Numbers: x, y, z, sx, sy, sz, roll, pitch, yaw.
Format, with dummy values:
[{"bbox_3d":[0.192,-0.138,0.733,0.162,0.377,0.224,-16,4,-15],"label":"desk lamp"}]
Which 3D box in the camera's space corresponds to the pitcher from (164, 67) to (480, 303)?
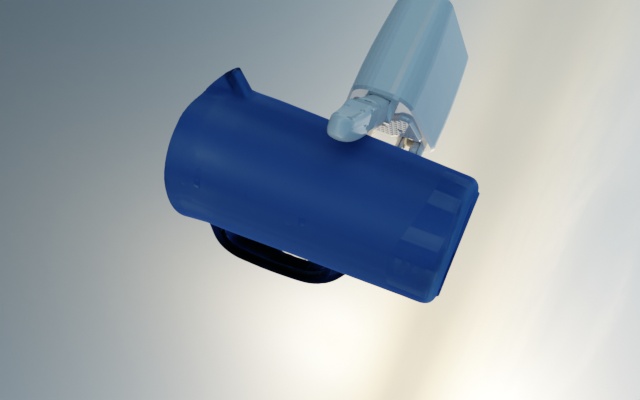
[{"bbox_3d":[0.000,0.001,0.418,0.243,0.145,0.149,22,-12,17],"label":"pitcher"}]
